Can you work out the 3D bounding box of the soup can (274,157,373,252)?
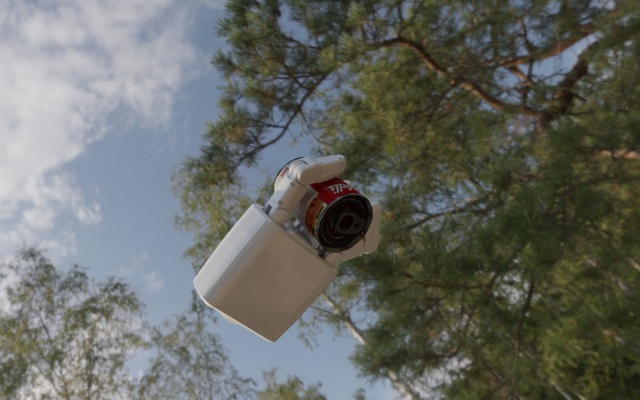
[{"bbox_3d":[0.000,0.001,0.521,0.068,0.068,0.102,0,26,-35],"label":"soup can"}]
